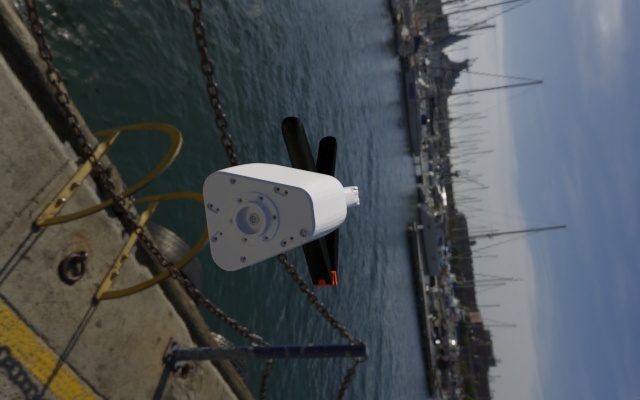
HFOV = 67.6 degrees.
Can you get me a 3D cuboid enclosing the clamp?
[{"bbox_3d":[0.001,0.002,0.614,0.036,0.210,0.164,-6,4,18],"label":"clamp"}]
